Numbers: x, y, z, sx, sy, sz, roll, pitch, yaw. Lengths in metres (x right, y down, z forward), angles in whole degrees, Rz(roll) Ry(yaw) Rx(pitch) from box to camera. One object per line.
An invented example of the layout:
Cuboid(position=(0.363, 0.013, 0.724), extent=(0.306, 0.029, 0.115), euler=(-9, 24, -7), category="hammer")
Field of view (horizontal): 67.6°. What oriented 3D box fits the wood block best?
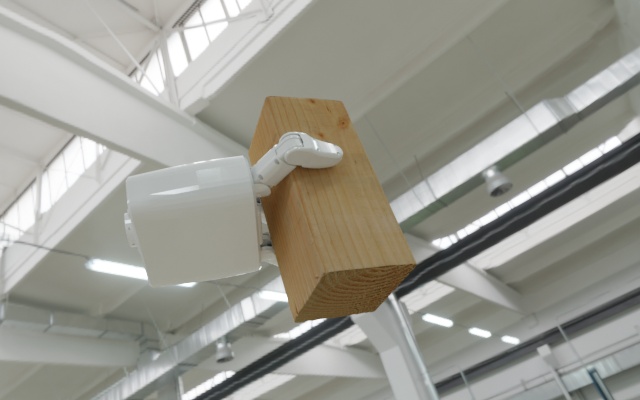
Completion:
Cuboid(position=(0.000, 0.001, 0.470), extent=(0.090, 0.206, 0.091), euler=(-1, -37, -26), category="wood block")
